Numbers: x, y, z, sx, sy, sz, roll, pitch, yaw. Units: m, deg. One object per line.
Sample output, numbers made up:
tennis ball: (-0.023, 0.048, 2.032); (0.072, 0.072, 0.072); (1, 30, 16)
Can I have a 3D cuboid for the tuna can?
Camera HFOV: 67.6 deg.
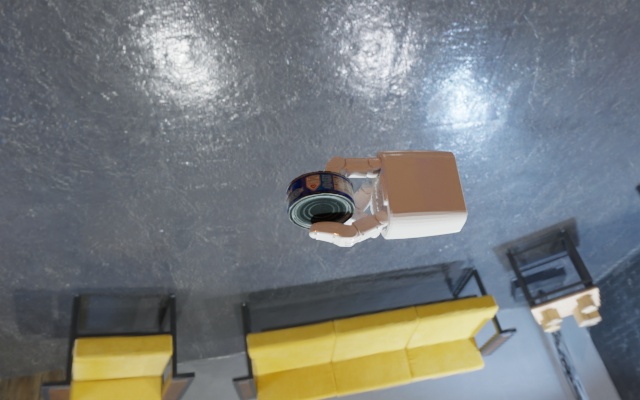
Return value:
tuna can: (0.000, 0.002, 0.596); (0.086, 0.033, 0.086); (-4, -34, -3)
